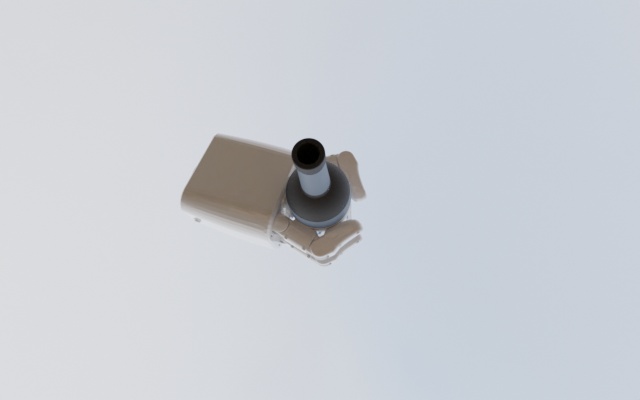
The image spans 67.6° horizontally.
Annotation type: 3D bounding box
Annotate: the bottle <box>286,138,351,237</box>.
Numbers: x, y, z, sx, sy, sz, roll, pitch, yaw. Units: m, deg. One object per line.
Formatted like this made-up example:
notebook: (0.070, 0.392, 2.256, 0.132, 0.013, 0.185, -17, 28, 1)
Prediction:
bottle: (0.000, 0.002, 0.520, 0.069, 0.069, 0.296, 0, -15, 4)
